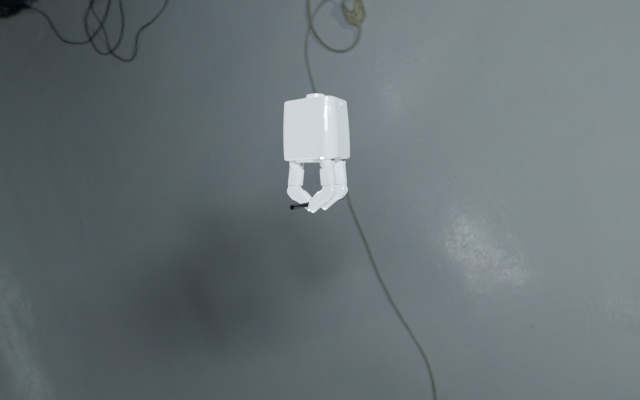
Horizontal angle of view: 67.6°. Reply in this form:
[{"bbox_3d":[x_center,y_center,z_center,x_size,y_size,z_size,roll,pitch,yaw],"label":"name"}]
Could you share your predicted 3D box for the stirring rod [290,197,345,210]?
[{"bbox_3d":[0.000,0.003,0.885,0.011,0.011,0.239,0,4,23],"label":"stirring rod"}]
